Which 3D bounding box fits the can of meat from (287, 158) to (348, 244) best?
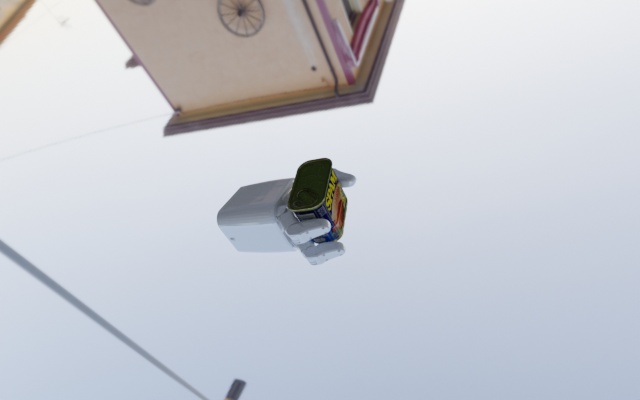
[{"bbox_3d":[0.000,0.002,0.708,0.057,0.102,0.084,-8,-45,22],"label":"can of meat"}]
